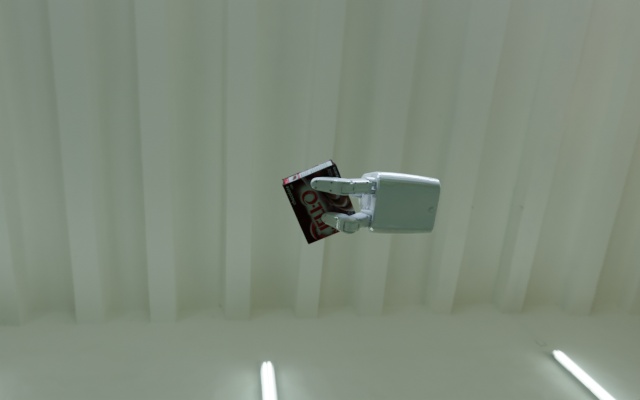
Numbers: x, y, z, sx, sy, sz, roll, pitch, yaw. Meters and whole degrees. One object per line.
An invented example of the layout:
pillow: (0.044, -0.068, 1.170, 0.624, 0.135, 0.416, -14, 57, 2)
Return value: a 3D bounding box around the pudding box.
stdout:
pudding box: (0.000, 0.002, 0.762, 0.090, 0.113, 0.039, -23, 19, 0)
